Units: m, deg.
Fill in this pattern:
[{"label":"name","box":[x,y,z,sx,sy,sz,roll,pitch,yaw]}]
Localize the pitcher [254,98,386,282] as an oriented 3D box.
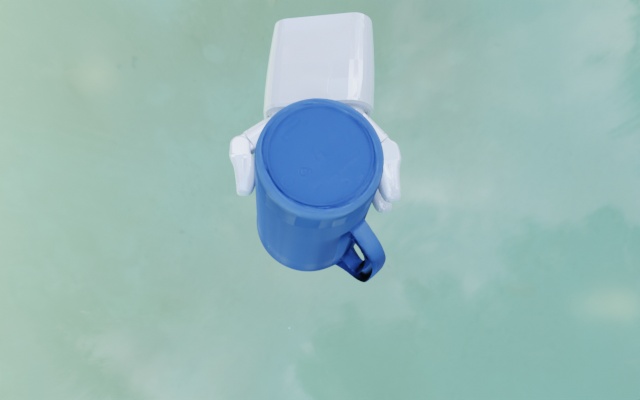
[{"label":"pitcher","box":[0.000,0.001,0.499,0.149,0.145,0.243,4,-15,-3]}]
